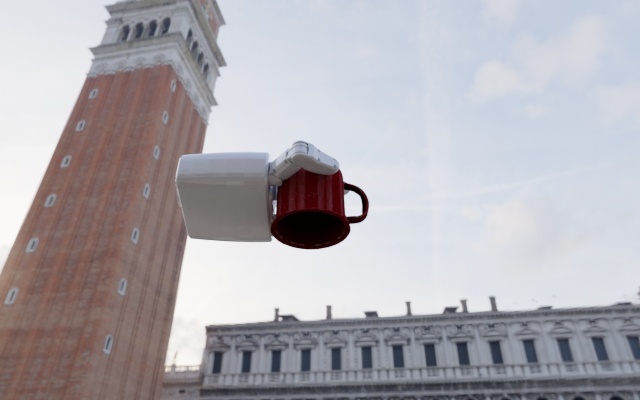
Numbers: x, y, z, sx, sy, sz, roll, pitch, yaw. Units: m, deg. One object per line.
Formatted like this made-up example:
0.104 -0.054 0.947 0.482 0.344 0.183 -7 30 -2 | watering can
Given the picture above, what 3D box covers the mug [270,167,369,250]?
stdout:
0.002 0.002 0.574 0.117 0.081 0.093 0 -34 -1 | mug
